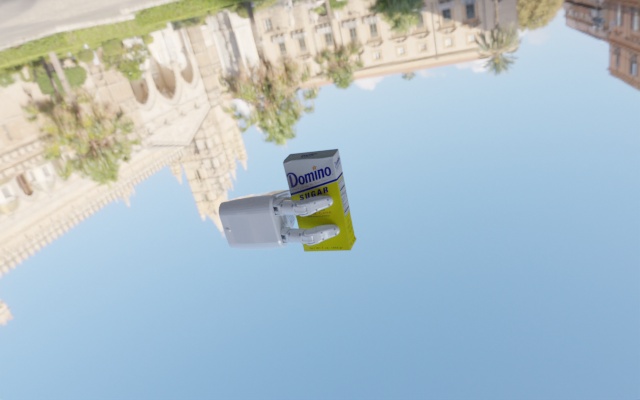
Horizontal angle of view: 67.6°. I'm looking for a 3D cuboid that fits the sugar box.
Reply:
[{"bbox_3d":[0.000,0.003,0.830,0.093,0.176,0.048,-5,25,21],"label":"sugar box"}]
